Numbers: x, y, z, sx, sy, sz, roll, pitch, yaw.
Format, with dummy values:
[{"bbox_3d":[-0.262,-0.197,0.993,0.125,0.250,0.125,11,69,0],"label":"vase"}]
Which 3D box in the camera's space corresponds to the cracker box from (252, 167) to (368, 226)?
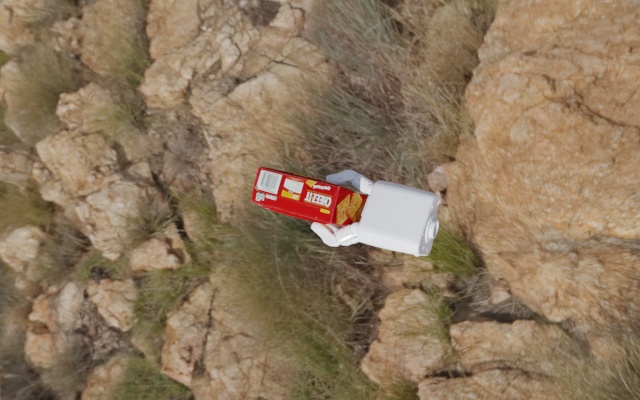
[{"bbox_3d":[0.000,0.003,0.881,0.164,0.072,0.214,14,-1,27],"label":"cracker box"}]
